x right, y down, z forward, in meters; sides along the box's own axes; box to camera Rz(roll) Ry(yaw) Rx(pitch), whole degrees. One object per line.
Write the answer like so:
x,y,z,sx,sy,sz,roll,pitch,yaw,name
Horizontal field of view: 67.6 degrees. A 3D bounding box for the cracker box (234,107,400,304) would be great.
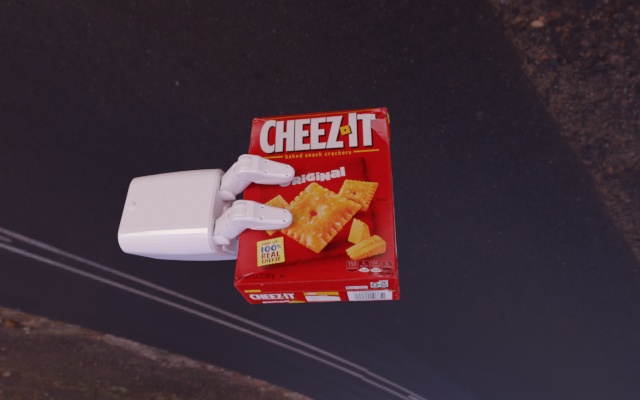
0.000,0.002,0.533,0.164,0.213,0.072,-3,-29,8,cracker box
